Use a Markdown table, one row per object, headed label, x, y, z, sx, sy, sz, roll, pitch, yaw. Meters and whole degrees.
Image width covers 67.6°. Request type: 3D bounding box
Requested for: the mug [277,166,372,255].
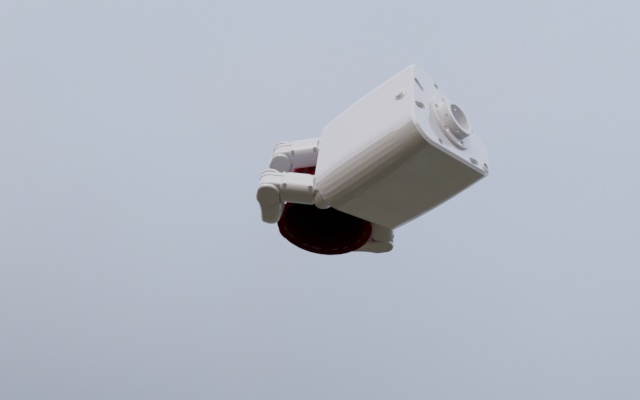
| label | x | y | z | sx | sy | sz | roll | pitch | yaw |
| --- | --- | --- | --- | --- | --- | --- | --- | --- | --- |
| mug | -0.001 | 0.002 | 0.498 | 0.093 | 0.081 | 0.117 | 35 | -47 | -27 |
